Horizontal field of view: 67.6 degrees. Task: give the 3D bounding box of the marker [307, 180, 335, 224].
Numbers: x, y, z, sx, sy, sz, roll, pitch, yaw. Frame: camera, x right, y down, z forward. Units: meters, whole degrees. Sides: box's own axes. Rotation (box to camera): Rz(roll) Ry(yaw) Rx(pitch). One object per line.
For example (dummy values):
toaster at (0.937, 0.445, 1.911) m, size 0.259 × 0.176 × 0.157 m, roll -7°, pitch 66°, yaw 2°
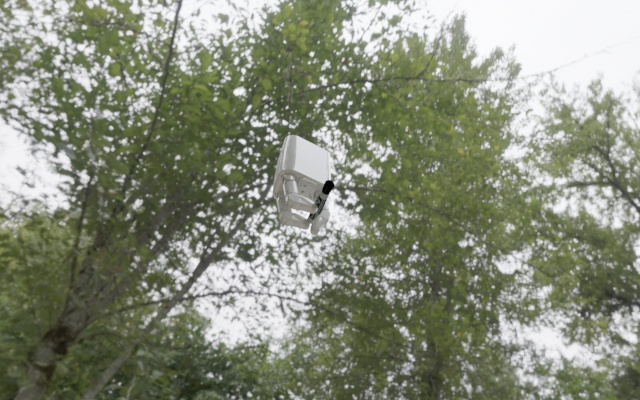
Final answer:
marker at (0.000, 0.003, 0.894) m, size 0.020 × 0.020 × 0.121 m, roll 0°, pitch -37°, yaw -22°
